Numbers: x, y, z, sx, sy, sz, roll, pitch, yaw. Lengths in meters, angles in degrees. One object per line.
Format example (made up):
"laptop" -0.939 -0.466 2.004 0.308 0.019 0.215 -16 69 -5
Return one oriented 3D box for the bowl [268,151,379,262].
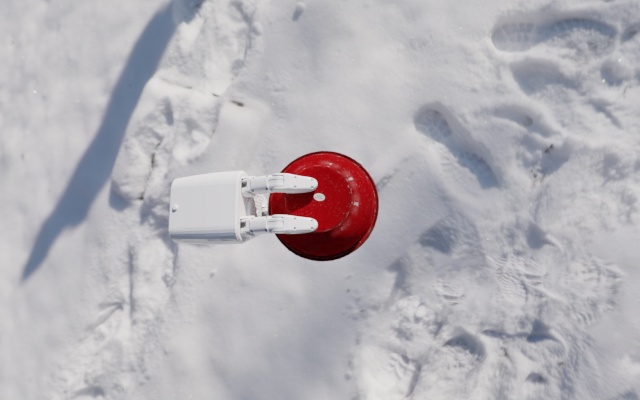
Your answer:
"bowl" 0.001 0.002 0.662 0.162 0.162 0.055 0 -10 7
